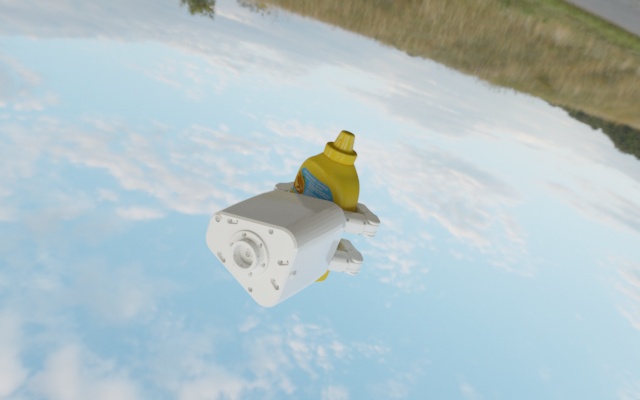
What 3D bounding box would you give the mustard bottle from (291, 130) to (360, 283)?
[{"bbox_3d":[0.000,0.002,0.602,0.058,0.192,0.096,1,30,-40],"label":"mustard bottle"}]
